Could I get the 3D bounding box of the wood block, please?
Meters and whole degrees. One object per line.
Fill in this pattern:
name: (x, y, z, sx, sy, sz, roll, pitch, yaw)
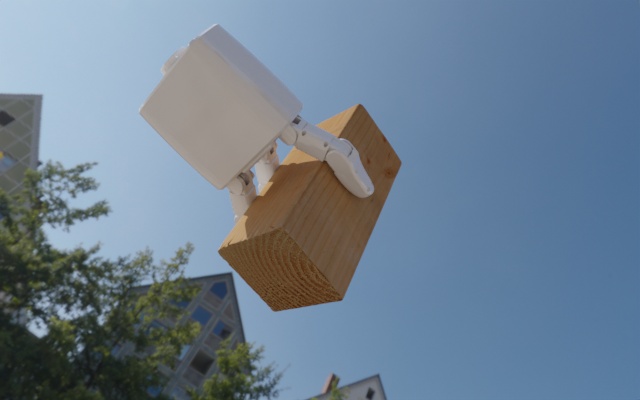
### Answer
wood block: (0.000, 0.001, 0.489, 0.091, 0.090, 0.206, -20, 28, 39)
